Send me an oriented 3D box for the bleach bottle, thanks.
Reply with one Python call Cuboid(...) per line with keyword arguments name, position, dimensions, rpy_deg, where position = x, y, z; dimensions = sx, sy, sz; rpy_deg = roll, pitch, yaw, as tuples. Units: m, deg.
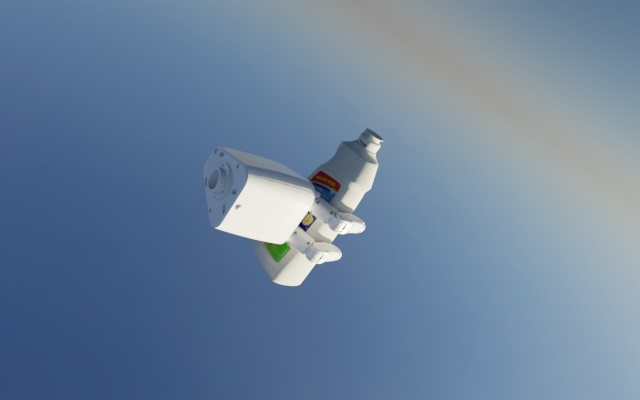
Cuboid(name="bleach bottle", position=(0.000, 0.002, 0.683), dimensions=(0.068, 0.251, 0.102), rpy_deg=(16, 28, -41))
